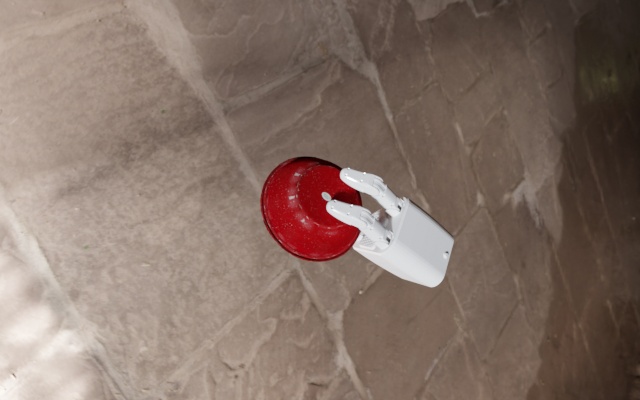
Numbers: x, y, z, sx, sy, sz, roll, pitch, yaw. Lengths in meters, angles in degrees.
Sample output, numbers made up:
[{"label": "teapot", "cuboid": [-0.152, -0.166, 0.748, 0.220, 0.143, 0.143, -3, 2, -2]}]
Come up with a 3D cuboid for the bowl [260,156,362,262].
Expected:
[{"label": "bowl", "cuboid": [-0.001, 0.002, 0.672, 0.162, 0.162, 0.055, 0, -19, -24]}]
